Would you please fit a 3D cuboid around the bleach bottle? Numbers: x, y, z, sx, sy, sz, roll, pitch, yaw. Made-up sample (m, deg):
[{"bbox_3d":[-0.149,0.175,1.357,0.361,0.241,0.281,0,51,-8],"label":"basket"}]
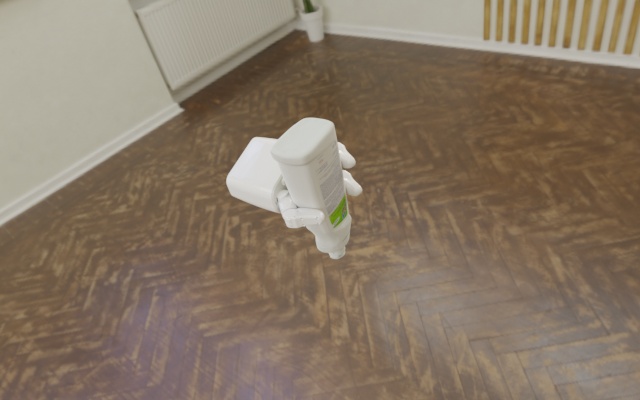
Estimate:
[{"bbox_3d":[0.000,0.002,0.745,0.068,0.251,0.102,15,48,31],"label":"bleach bottle"}]
